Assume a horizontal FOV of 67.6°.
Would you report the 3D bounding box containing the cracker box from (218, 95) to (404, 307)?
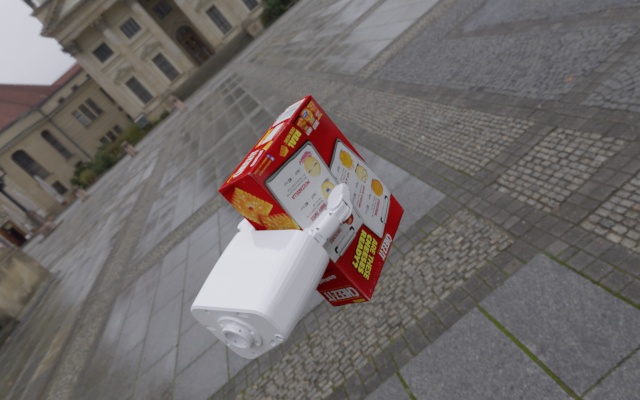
[{"bbox_3d":[0.000,0.002,0.600,0.072,0.214,0.164,-21,29,42],"label":"cracker box"}]
